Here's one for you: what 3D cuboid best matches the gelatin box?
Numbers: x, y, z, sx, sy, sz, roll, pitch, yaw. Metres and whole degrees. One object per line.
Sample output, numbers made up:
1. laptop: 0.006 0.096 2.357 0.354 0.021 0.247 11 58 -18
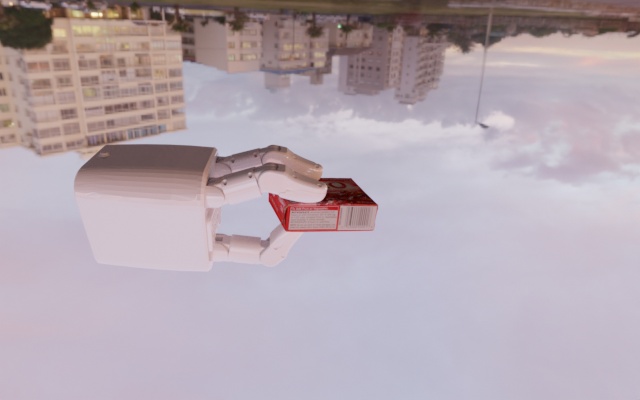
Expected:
1. gelatin box: 0.000 0.002 0.457 0.089 0.030 0.073 1 22 -18
